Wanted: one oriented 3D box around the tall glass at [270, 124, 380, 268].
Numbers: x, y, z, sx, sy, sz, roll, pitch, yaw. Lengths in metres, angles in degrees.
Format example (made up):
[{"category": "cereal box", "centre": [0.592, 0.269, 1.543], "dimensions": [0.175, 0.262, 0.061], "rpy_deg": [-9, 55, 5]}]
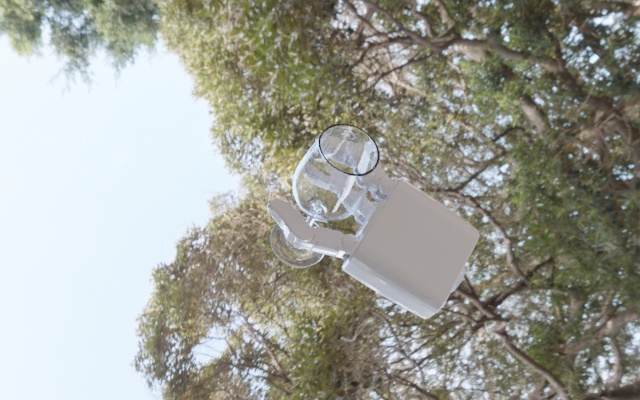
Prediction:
[{"category": "tall glass", "centre": [0.000, 0.002, 0.533], "dimensions": [0.079, 0.079, 0.201], "rpy_deg": [0, -31, -19]}]
